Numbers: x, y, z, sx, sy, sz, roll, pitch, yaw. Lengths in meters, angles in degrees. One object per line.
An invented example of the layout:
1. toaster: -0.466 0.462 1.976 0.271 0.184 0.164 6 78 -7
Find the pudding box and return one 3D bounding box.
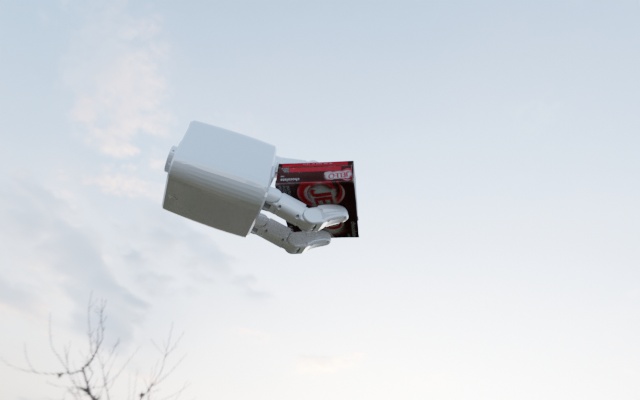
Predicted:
1. pudding box: 0.000 0.002 0.579 0.090 0.039 0.114 -1 -37 8
